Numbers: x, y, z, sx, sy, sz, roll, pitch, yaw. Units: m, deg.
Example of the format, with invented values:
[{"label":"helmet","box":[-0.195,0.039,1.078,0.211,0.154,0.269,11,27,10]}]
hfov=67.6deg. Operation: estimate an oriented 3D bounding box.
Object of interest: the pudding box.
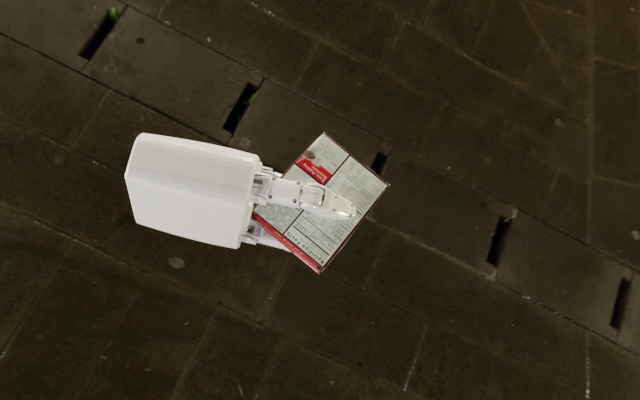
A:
[{"label":"pudding box","box":[0.000,0.001,0.474,0.090,0.113,0.039,40,-15,2]}]
